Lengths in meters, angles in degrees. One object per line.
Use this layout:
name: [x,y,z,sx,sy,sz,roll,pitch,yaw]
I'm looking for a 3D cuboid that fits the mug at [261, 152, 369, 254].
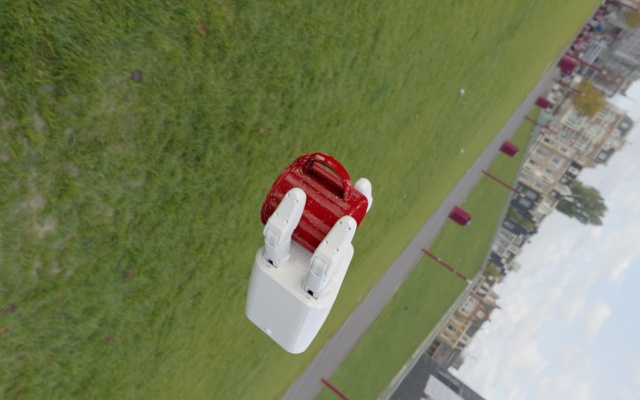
mug: [0.001,0.001,0.498,0.081,0.117,0.093,35,45,16]
